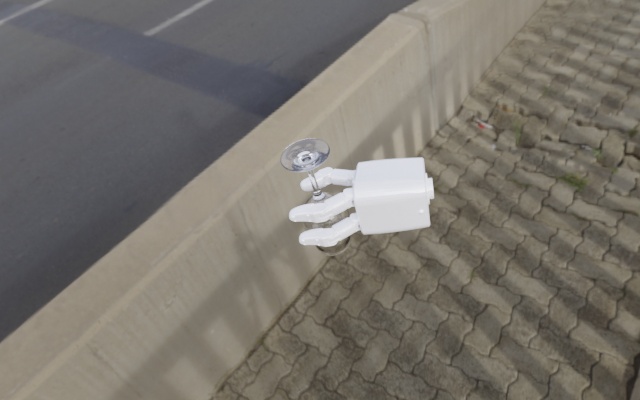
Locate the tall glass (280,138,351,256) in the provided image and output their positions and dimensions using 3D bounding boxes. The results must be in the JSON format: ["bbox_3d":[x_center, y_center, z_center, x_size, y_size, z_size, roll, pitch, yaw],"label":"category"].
[{"bbox_3d":[0.000,0.002,0.759,0.079,0.079,0.201,0,-44,18],"label":"tall glass"}]
